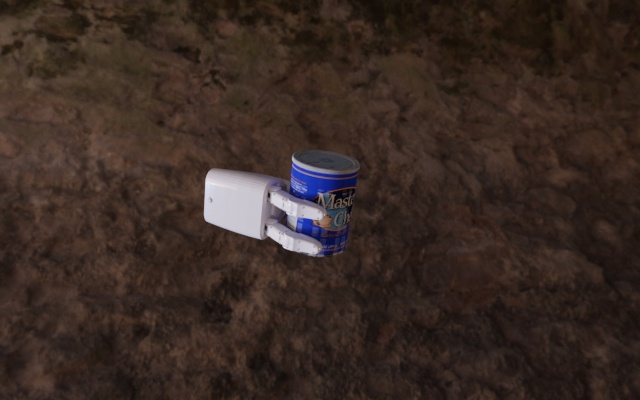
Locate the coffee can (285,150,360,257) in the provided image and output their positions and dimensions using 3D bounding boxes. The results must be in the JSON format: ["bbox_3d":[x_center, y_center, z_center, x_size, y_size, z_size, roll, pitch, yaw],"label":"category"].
[{"bbox_3d":[0.000,0.002,0.744,0.103,0.140,0.102,7,21,-3],"label":"coffee can"}]
